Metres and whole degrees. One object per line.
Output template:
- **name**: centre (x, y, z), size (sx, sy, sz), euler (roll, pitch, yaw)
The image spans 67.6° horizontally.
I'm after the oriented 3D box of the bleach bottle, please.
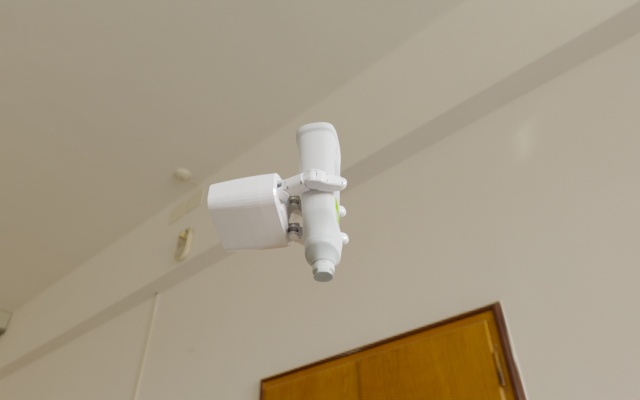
- **bleach bottle**: centre (0.000, 0.002, 0.725), size (0.068, 0.250, 0.103), euler (-8, -39, 9)
